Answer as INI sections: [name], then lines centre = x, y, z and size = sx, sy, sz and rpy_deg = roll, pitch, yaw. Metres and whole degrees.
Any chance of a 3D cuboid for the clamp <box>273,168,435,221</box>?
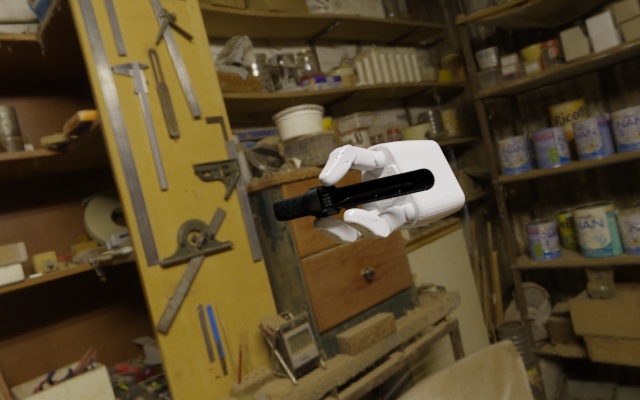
[clamp]
centre = 0.000, 0.001, 0.543
size = 0.164, 0.036, 0.210
rpy_deg = -10, -2, -41
